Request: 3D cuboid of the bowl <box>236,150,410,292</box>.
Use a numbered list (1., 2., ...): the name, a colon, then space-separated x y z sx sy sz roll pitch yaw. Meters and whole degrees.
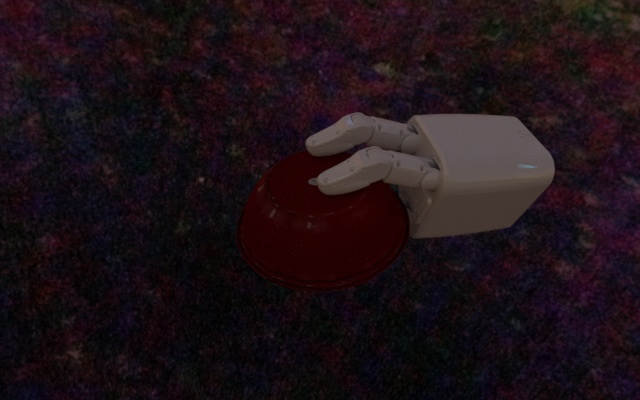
1. bowl: -0.001 0.002 0.428 0.162 0.055 0.162 -3 42 3
